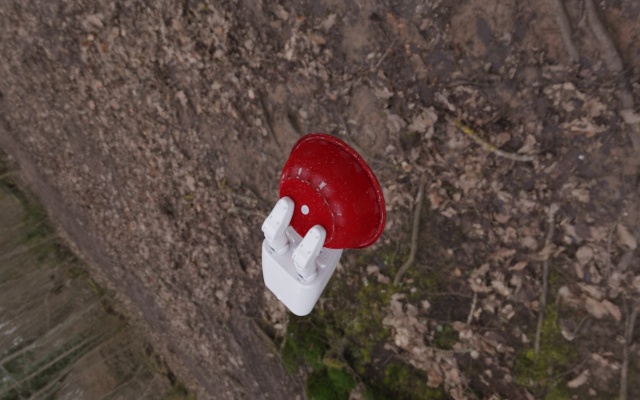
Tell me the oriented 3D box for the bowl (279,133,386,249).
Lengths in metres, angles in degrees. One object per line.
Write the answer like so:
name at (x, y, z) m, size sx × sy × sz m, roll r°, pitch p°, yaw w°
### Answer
bowl at (0.000, 0.001, 0.586) m, size 0.055 × 0.162 × 0.162 m, roll -33°, pitch 21°, yaw -37°
